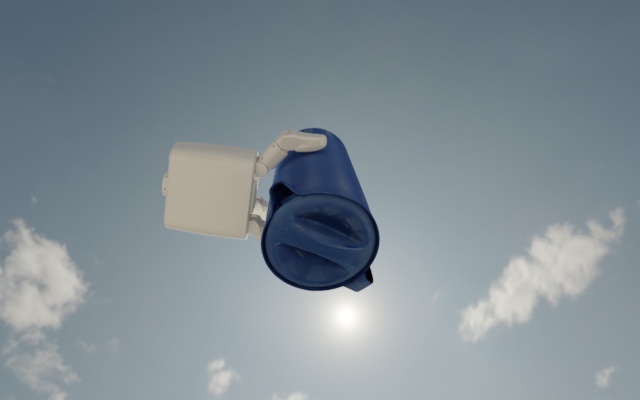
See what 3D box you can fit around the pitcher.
[{"bbox_3d":[0.000,0.002,0.635,0.145,0.149,0.242,6,29,-6],"label":"pitcher"}]
